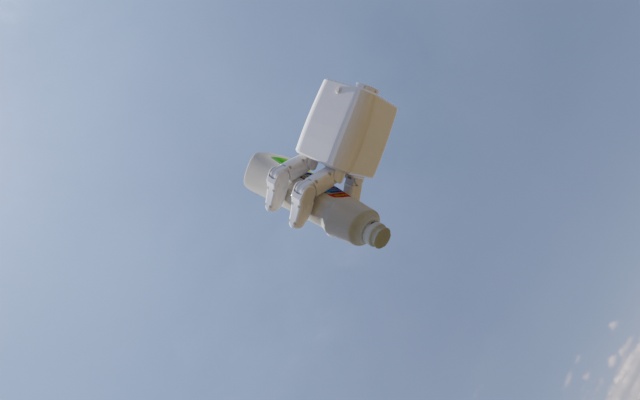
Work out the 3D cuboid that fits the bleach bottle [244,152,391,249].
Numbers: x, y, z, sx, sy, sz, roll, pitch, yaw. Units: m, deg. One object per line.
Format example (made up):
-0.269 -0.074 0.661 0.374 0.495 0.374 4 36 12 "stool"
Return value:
0.000 0.002 0.661 0.102 0.068 0.250 11 13 -46 "bleach bottle"
